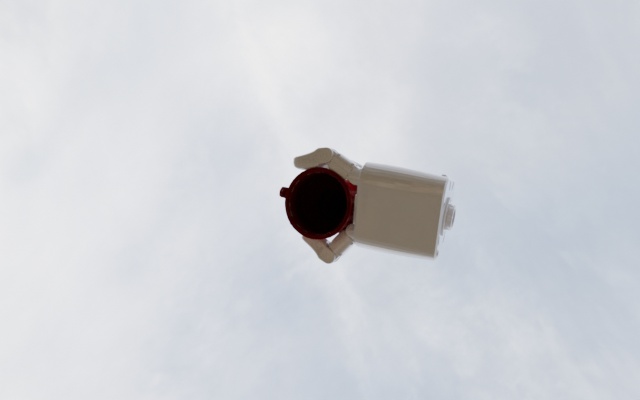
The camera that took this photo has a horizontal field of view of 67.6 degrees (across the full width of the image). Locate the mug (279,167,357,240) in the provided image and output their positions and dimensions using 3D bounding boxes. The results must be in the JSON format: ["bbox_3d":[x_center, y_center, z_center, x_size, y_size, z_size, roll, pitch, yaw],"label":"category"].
[{"bbox_3d":[-0.001,0.002,0.651,0.117,0.093,0.081,13,4,22],"label":"mug"}]
